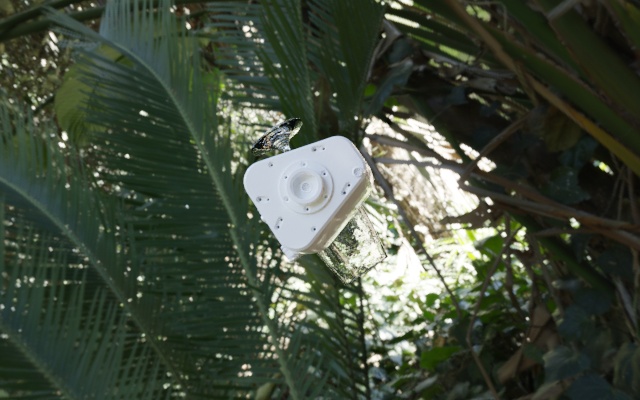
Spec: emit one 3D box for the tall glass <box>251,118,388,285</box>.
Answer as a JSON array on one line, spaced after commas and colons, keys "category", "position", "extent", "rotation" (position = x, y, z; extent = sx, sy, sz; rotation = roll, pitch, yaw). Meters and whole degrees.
[{"category": "tall glass", "position": [0.000, 0.001, 0.579], "extent": [0.079, 0.201, 0.079], "rotation": [-33, -8, -5]}]
